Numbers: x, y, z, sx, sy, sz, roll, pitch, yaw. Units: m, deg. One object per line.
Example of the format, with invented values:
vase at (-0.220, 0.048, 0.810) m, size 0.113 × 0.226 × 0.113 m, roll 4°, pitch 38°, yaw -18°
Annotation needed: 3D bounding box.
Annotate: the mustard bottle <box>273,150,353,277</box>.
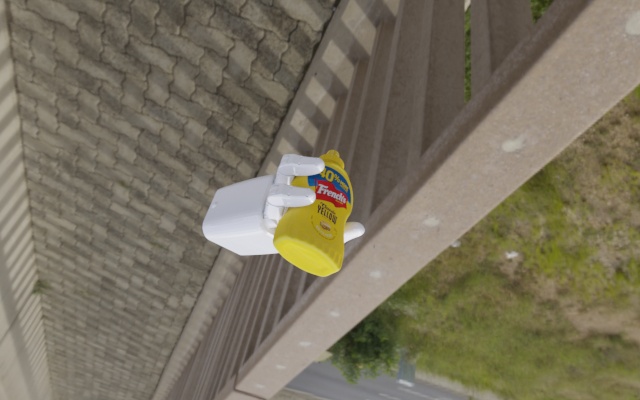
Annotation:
mustard bottle at (0.000, 0.002, 0.661) m, size 0.096 × 0.191 × 0.058 m, roll 34°, pitch -43°, yaw -23°
